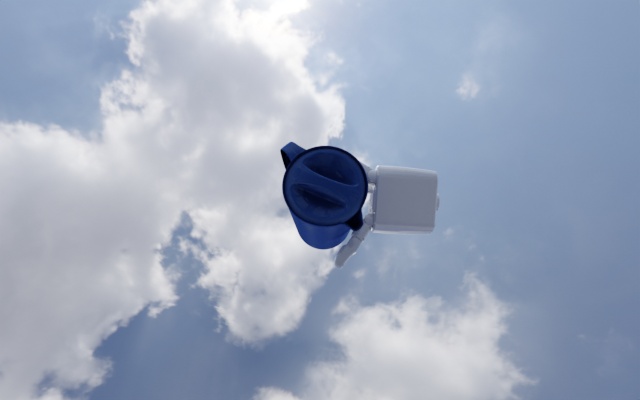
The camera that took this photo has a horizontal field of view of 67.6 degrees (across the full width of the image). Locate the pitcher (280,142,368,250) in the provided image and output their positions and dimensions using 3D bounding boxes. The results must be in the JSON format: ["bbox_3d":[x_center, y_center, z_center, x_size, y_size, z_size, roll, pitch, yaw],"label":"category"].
[{"bbox_3d":[0.000,0.003,0.843,0.145,0.149,0.243,4,-18,0],"label":"pitcher"}]
